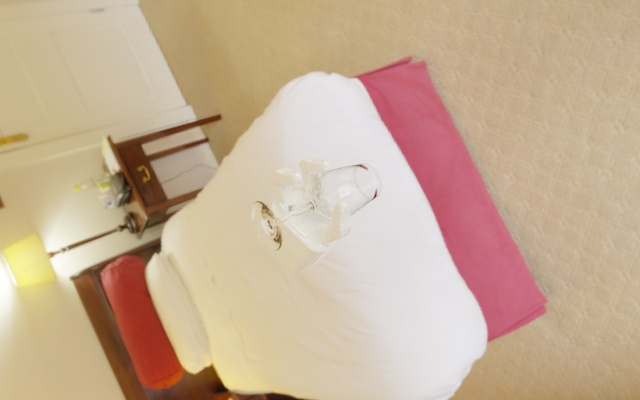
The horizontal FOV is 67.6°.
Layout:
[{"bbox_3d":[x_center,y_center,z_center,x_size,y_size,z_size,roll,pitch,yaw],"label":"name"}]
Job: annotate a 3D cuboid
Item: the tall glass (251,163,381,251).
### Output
[{"bbox_3d":[0.000,0.003,0.715,0.201,0.079,0.079,-24,13,-33],"label":"tall glass"}]
